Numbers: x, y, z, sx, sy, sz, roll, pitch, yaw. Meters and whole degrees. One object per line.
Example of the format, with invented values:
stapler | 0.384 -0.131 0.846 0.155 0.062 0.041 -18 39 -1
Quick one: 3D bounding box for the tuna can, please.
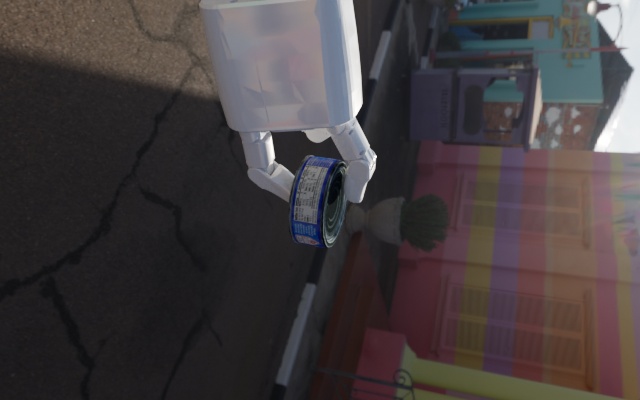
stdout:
tuna can | 0.001 0.002 0.454 0.034 0.086 0.086 9 3 16
